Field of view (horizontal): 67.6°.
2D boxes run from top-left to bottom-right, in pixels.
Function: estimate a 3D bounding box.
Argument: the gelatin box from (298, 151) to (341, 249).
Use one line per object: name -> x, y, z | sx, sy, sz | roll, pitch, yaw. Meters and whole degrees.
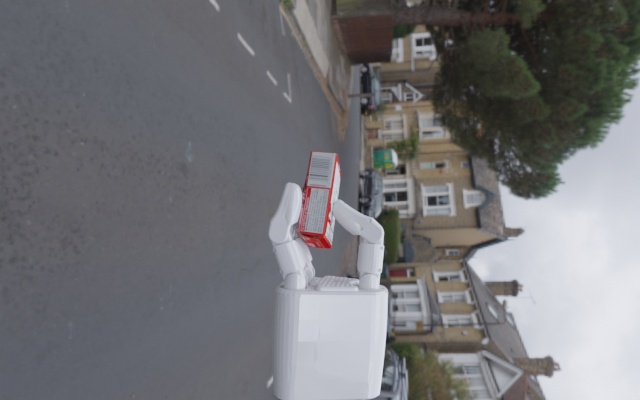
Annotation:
gelatin box -> 0.001, 0.001, 0.501 | 0.030, 0.089, 0.073 | 7, -13, 8
